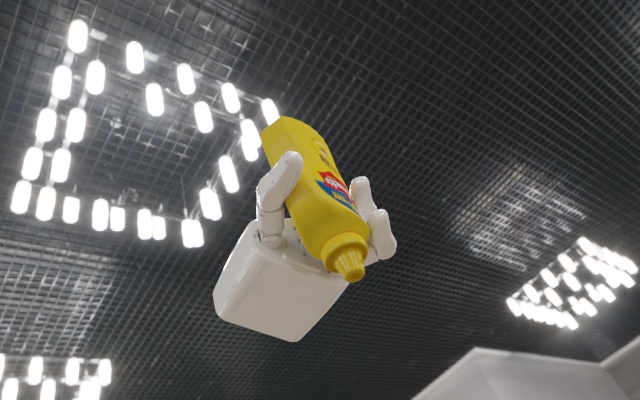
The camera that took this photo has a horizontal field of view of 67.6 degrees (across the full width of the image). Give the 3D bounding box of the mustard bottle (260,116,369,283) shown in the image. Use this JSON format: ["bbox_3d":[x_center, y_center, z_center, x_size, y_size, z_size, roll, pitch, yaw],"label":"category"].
[{"bbox_3d":[0.000,0.001,0.466,0.058,0.191,0.096,-37,-45,13],"label":"mustard bottle"}]
